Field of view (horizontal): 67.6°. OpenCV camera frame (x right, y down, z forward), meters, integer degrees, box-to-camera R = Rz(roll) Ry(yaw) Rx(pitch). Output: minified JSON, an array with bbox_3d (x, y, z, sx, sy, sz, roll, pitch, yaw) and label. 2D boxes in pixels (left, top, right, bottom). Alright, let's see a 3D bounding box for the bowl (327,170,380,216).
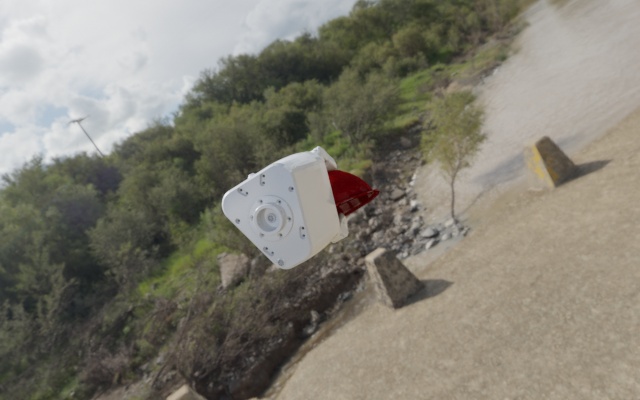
[{"bbox_3d":[0.000,0.002,0.676,0.162,0.055,0.162,-26,-9,-5],"label":"bowl"}]
